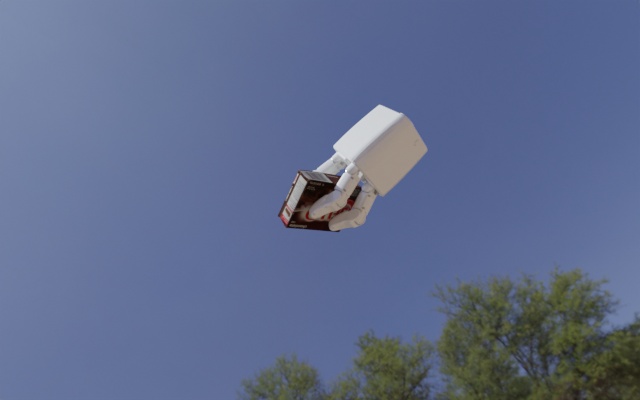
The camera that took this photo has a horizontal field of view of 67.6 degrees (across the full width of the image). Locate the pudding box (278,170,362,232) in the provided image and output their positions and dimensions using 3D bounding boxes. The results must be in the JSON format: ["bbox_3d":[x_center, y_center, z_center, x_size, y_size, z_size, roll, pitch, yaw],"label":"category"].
[{"bbox_3d":[0.000,0.002,0.760,0.113,0.090,0.039,8,28,-36],"label":"pudding box"}]
